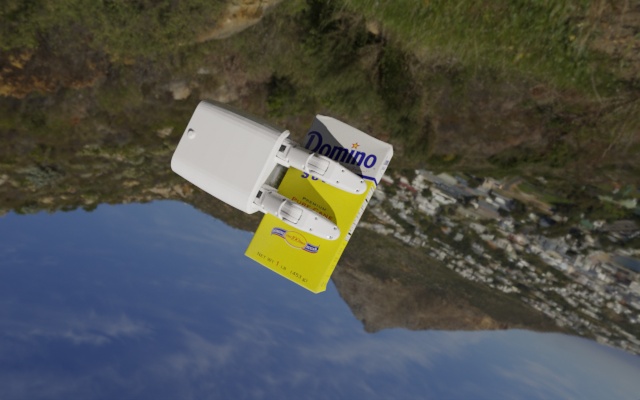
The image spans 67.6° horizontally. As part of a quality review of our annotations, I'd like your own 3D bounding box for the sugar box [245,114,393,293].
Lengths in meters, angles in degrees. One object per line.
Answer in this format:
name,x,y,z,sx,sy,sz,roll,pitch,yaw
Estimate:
sugar box,0.000,0.002,0.523,0.093,0.176,0.048,26,0,12
